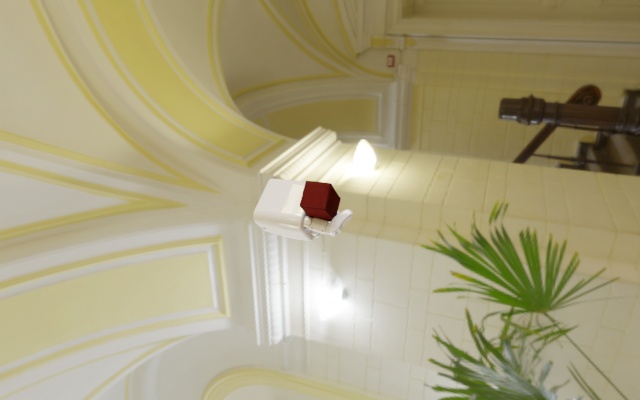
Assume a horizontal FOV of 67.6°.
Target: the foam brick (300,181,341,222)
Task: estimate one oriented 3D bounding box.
[{"bbox_3d":[0.000,0.003,0.889,0.051,0.053,0.078,9,-18,19],"label":"foam brick"}]
